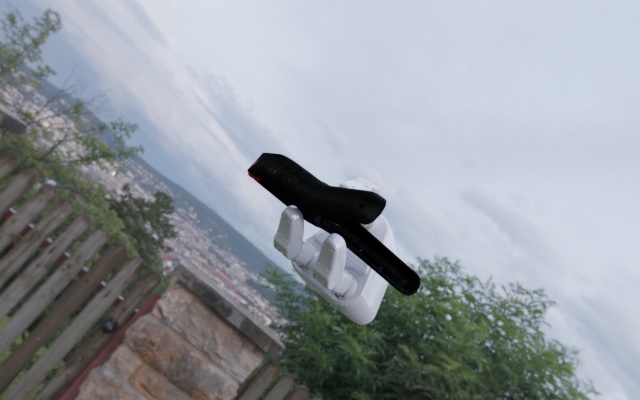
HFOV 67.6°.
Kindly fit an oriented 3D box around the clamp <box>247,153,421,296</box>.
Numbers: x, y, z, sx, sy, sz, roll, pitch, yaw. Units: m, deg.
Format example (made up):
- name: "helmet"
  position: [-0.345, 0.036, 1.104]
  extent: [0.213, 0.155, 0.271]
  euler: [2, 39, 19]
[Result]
- name: "clamp"
  position: [0.000, 0.001, 0.453]
  extent: [0.210, 0.036, 0.165]
  euler: [34, -15, 28]
